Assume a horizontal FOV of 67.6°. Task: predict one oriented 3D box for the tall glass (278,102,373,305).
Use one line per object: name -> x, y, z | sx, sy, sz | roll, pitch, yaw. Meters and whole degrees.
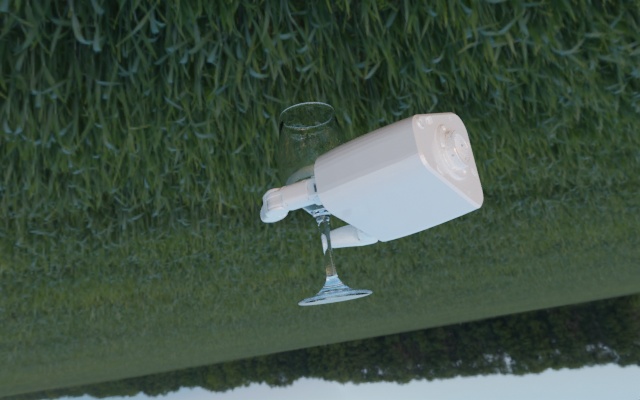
tall glass -> 0.000, 0.002, 0.495 | 0.079, 0.201, 0.079 | -8, -16, -3
